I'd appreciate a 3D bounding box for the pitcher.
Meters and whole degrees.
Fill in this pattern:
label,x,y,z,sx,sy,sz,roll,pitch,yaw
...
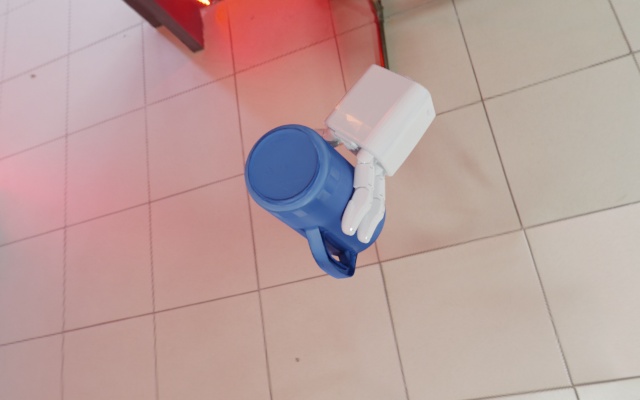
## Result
label,x,y,z,sx,sy,sz,roll,pitch,yaw
pitcher,0.000,0.002,0.644,0.149,0.145,0.243,38,0,26
